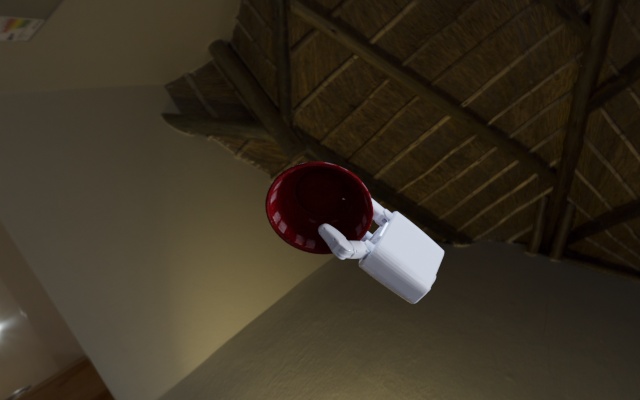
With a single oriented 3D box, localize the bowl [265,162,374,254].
[{"bbox_3d":[-0.001,0.001,0.728,0.162,0.162,0.055,0,31,7],"label":"bowl"}]
